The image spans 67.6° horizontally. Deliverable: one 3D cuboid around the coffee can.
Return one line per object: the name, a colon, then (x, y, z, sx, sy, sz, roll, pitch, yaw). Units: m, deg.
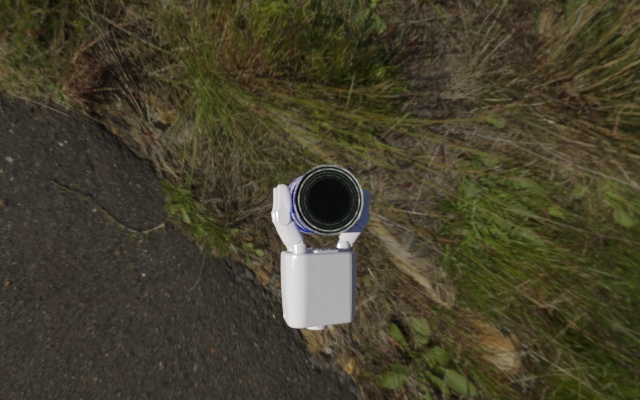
coffee can: (0.000, 0.002, 0.748, 0.103, 0.103, 0.140, 0, -3, -11)
